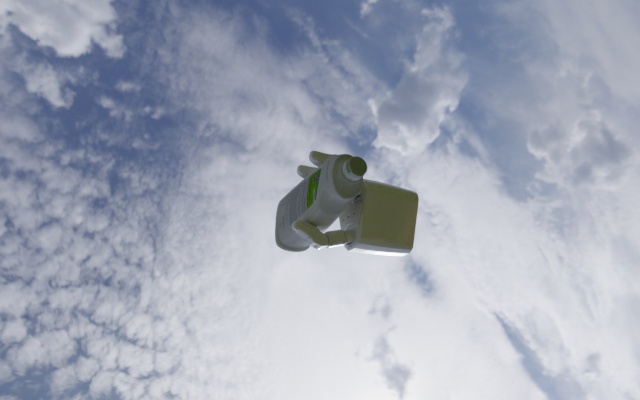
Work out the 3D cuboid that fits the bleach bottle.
[{"bbox_3d":[0.000,0.002,0.747,0.068,0.102,0.251,9,-23,-22],"label":"bleach bottle"}]
